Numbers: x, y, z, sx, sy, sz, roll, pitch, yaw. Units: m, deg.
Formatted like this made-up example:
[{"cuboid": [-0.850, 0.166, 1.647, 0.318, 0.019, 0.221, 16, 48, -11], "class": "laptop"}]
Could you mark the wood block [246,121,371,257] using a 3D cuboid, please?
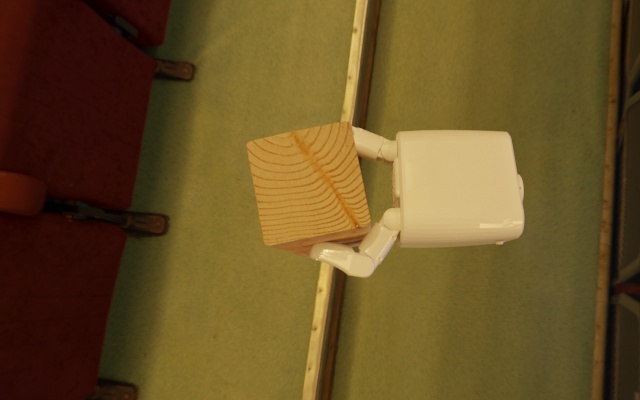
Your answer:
[{"cuboid": [0.000, 0.001, 0.484, 0.090, 0.091, 0.206, -12, -10, 4], "class": "wood block"}]
